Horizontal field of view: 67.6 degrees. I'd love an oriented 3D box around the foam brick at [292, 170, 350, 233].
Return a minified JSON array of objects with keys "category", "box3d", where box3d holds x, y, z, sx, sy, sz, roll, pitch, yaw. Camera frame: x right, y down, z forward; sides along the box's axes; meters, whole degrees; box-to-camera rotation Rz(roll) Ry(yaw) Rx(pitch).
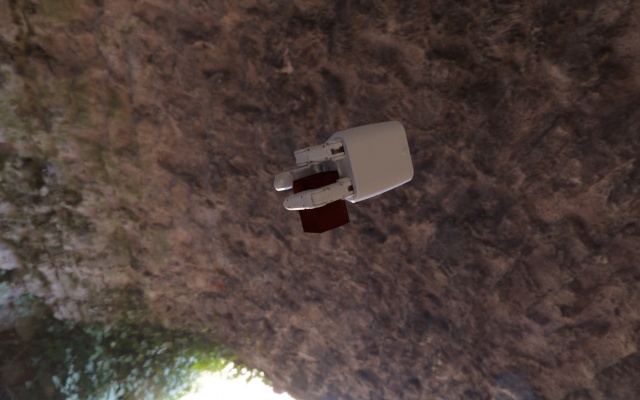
[{"category":"foam brick","box3d":[0.000,0.003,0.674,0.051,0.078,0.053,-18,9,-28]}]
